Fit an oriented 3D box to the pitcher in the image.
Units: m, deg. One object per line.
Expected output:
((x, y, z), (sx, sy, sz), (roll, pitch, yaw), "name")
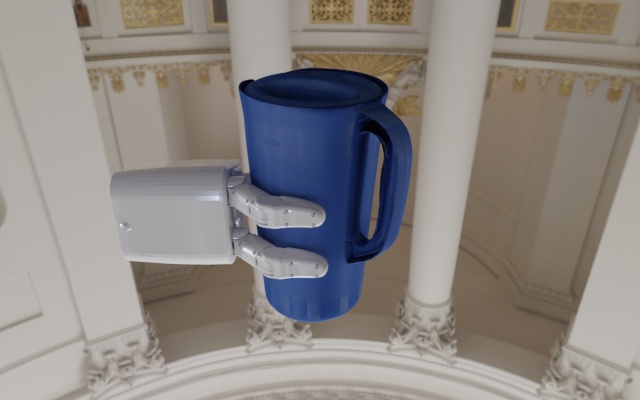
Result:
((0.000, 0.002, 0.471), (0.145, 0.243, 0.149), (0, 28, -1), "pitcher")
